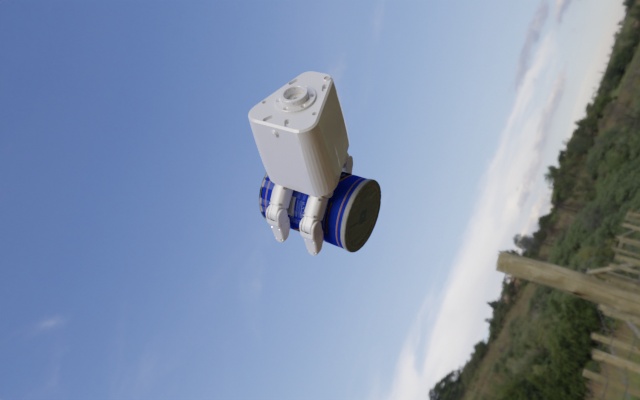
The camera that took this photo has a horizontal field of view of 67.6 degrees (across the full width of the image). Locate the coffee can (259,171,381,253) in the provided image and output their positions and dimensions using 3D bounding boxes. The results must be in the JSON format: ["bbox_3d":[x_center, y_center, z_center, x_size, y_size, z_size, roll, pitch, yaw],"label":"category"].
[{"bbox_3d":[0.000,0.002,0.671,0.140,0.103,0.103,18,9,28],"label":"coffee can"}]
